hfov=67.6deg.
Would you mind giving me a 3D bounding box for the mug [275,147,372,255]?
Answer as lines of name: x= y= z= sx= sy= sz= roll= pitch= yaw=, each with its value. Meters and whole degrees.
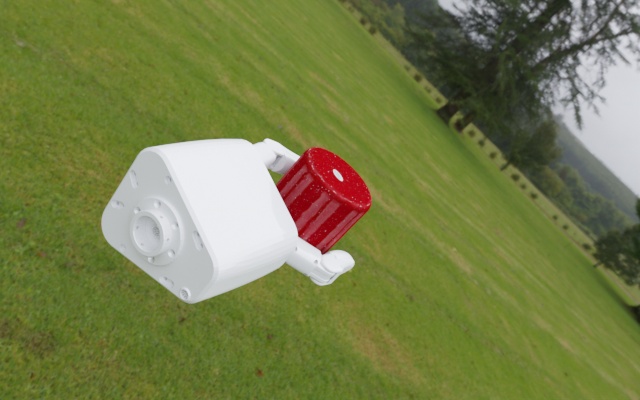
mug: x=0.001 y=0.001 z=0.473 sx=0.081 sy=0.093 sz=0.117 roll=-47 pitch=-12 yaw=25
